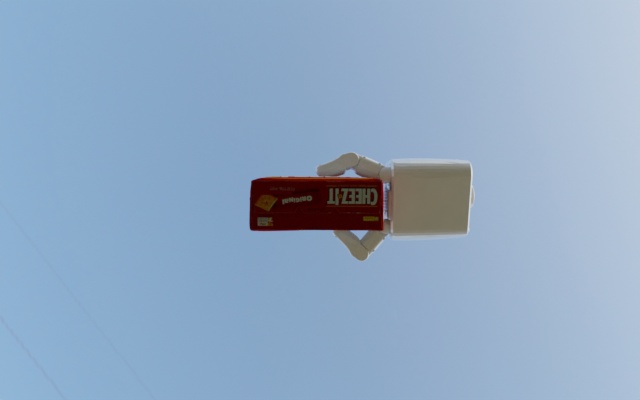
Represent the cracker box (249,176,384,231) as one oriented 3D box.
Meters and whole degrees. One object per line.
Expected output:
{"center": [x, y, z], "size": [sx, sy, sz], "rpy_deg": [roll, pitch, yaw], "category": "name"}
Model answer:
{"center": [0.000, 0.002, 0.677], "size": [0.164, 0.072, 0.213], "rpy_deg": [-1, 1, 3], "category": "cracker box"}
